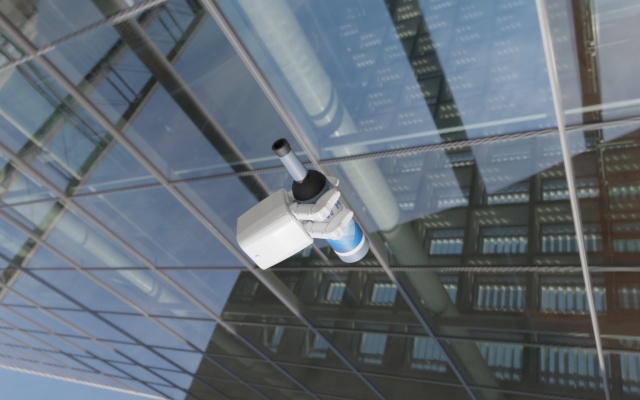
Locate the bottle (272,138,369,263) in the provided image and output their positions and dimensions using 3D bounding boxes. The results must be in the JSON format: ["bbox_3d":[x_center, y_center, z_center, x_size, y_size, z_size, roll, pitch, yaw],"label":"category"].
[{"bbox_3d":[0.000,0.003,0.847,0.069,0.069,0.296,0,-39,35],"label":"bottle"}]
